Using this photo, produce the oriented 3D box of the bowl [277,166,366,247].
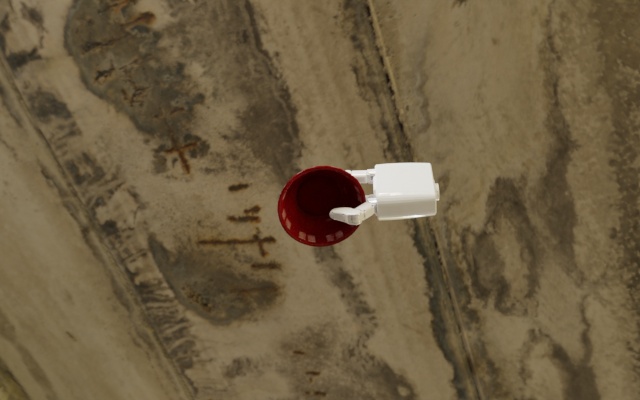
[{"bbox_3d":[-0.001,0.003,0.880,0.162,0.162,0.055,0,25,-8],"label":"bowl"}]
